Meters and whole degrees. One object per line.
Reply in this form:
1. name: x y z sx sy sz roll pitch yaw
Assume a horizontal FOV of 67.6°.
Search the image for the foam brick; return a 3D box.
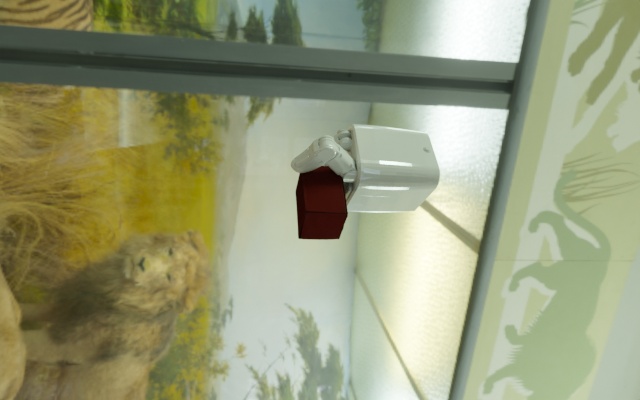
1. foam brick: 0.000 0.002 0.578 0.051 0.078 0.053 4 -40 -11
